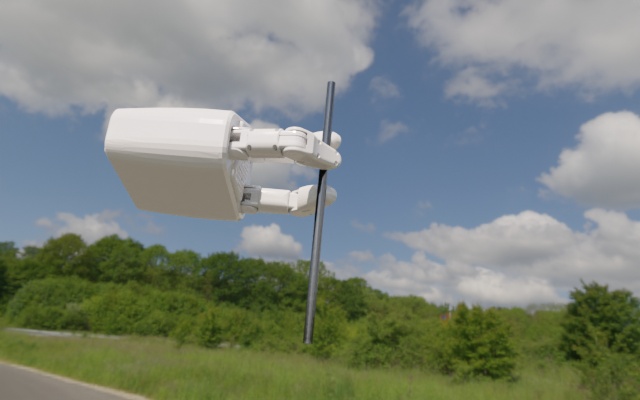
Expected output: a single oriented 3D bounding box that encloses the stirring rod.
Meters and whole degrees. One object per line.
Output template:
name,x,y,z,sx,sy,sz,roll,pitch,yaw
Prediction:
stirring rod,0.000,0.001,0.421,0.011,0.239,0.011,5,-18,2
